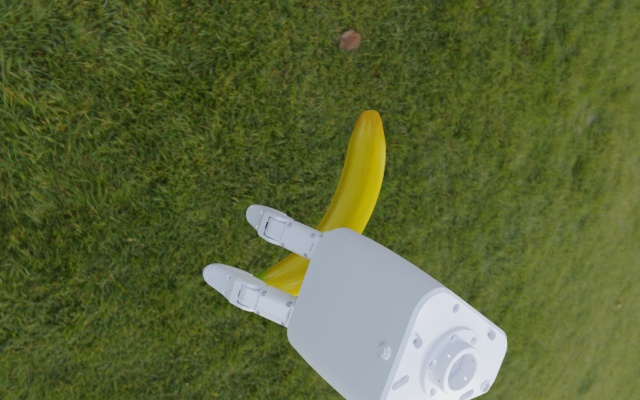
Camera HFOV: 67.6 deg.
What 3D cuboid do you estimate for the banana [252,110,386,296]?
[{"bbox_3d":[0.010,0.014,0.426,0.070,0.198,0.037,40,-7,-31],"label":"banana"}]
